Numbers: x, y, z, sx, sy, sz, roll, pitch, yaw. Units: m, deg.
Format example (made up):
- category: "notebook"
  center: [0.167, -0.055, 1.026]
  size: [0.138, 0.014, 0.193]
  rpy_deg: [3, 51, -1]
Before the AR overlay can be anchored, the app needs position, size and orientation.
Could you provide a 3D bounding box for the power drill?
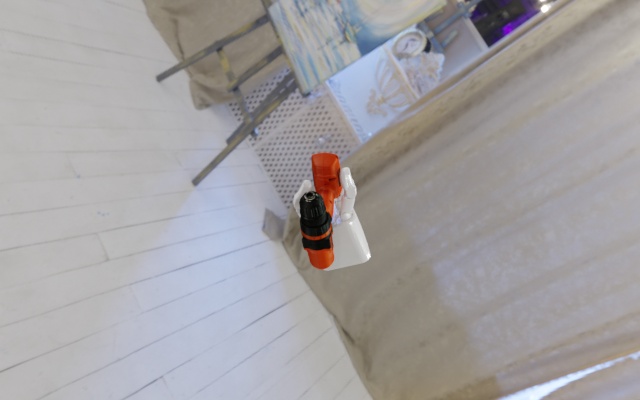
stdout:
- category: "power drill"
  center: [0.000, 0.003, 0.856]
  size: [0.057, 0.187, 0.185]
  rpy_deg: [3, -42, 9]
